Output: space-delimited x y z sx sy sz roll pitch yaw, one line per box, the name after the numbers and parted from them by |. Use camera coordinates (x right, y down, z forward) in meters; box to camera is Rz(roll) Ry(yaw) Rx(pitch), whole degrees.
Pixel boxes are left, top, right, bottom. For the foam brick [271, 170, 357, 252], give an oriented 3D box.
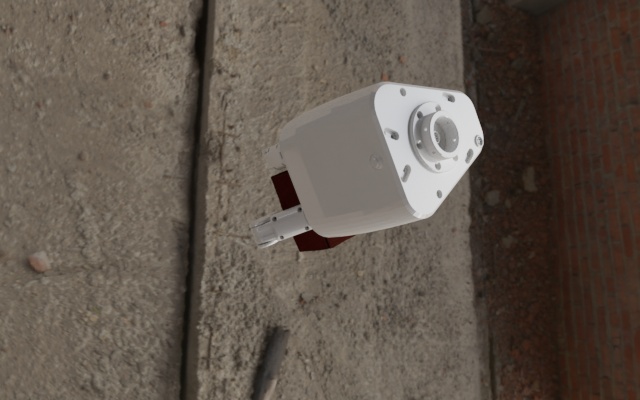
0.000 0.002 0.433 0.053 0.078 0.051 -25 7 -36 | foam brick
